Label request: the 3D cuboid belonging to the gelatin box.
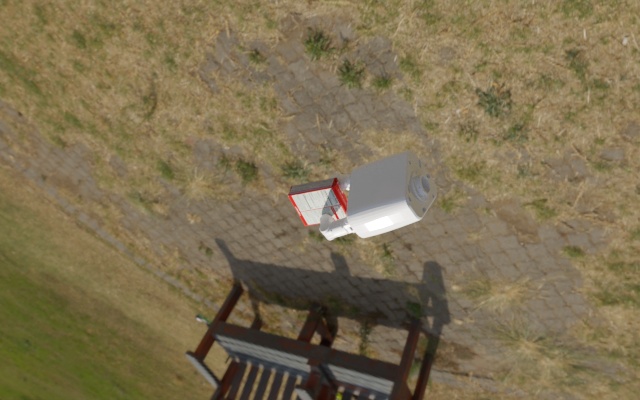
[{"bbox_3d":[0.000,0.003,0.813,0.089,0.073,0.030,-11,37,26],"label":"gelatin box"}]
